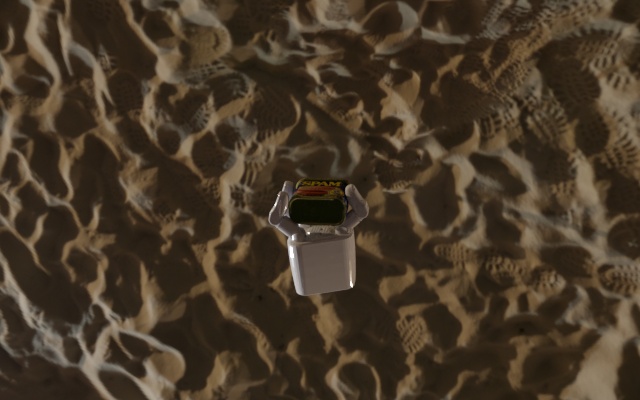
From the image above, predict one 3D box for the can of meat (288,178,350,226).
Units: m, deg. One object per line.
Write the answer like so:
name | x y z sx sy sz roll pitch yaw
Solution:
can of meat | 0.000 0.003 0.823 0.102 0.057 0.084 1 23 10
